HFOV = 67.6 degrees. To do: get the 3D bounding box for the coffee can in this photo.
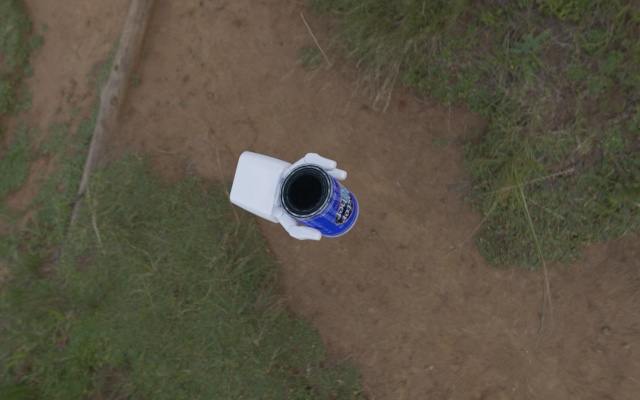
[{"bbox_3d":[0.000,0.003,0.881,0.103,0.102,0.140,0,-16,24],"label":"coffee can"}]
